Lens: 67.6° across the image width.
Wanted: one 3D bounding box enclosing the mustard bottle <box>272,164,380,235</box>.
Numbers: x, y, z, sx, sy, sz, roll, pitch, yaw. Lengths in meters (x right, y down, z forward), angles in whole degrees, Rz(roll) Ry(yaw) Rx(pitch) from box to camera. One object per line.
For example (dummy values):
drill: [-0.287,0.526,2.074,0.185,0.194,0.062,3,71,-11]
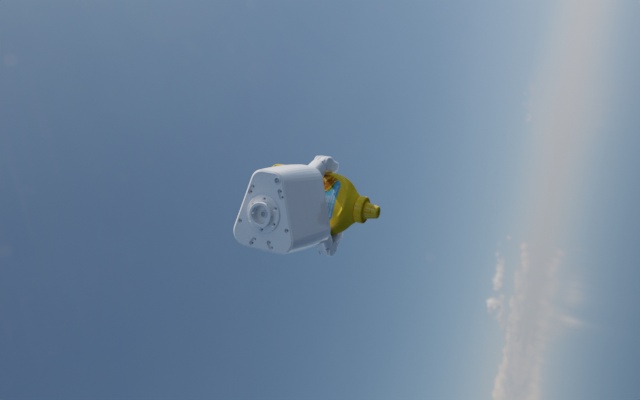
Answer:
mustard bottle: [0.000,0.002,0.744,0.191,0.096,0.058,10,-14,25]
